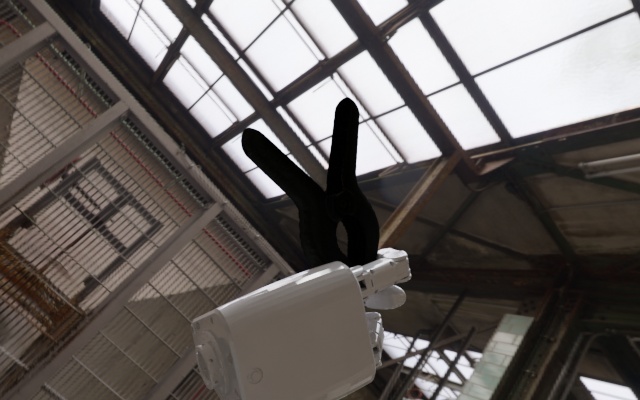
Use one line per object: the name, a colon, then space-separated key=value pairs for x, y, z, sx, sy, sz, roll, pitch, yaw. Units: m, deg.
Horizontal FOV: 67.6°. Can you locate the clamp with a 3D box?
clamp: x=0.000 y=0.002 z=0.405 sx=0.120 sy=0.171 sz=0.039 roll=-14 pitch=2 yaw=-30
